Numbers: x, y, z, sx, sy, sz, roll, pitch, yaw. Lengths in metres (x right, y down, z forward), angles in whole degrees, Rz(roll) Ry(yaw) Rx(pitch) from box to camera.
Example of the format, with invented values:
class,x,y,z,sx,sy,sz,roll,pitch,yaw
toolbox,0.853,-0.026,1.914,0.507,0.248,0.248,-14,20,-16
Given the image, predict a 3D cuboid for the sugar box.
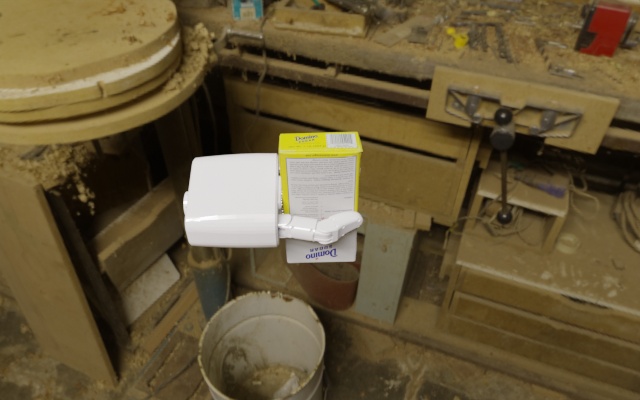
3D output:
class,x,y,z,sx,sy,sz,roll,pitch,yaw
sugar box,0.000,0.001,0.587,0.093,0.176,0.048,-1,42,-1
